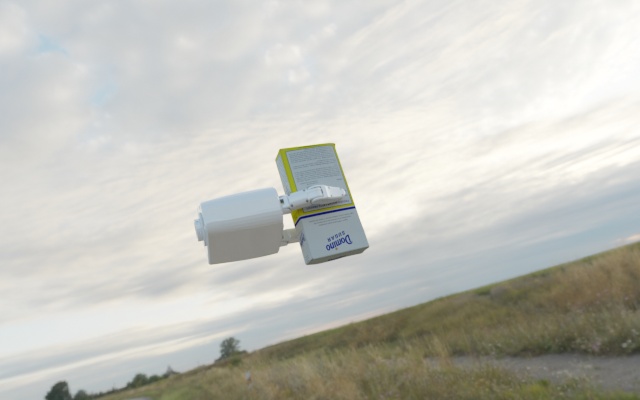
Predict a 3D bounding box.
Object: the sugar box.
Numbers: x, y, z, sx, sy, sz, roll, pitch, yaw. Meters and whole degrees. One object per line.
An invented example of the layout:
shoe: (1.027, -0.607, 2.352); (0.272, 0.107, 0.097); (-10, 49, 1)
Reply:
sugar box: (0.000, 0.002, 0.715); (0.093, 0.176, 0.048); (-10, -17, -20)
